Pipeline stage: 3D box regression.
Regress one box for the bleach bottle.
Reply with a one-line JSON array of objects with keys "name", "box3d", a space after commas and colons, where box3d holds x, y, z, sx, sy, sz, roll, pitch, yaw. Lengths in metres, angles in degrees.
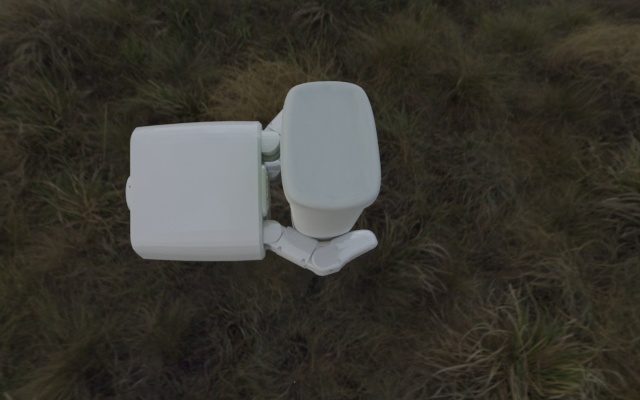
[{"name": "bleach bottle", "box3d": [0.000, 0.001, 0.440, 0.068, 0.102, 0.251, -1, -21, -4]}]
